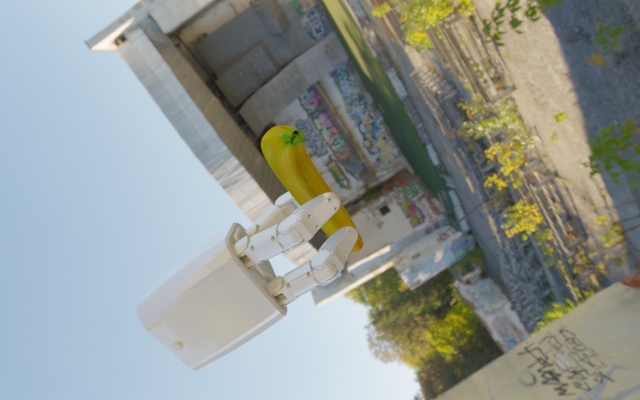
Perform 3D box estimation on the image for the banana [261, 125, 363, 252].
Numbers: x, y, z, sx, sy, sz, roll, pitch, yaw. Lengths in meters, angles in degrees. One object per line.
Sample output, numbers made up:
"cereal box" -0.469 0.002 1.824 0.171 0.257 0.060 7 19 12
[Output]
"banana" -0.010 -0.012 0.460 0.037 0.069 0.198 -37 -38 -2
